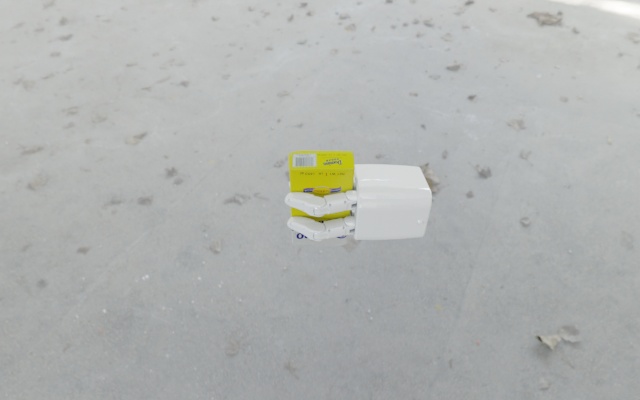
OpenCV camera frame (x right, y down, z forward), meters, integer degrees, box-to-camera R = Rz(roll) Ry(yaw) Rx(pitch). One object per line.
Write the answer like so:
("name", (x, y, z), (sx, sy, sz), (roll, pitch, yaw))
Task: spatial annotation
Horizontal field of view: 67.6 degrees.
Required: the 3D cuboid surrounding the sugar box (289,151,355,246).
("sugar box", (0.000, 0.003, 0.729), (0.093, 0.048, 0.176), (0, -45, 0))
